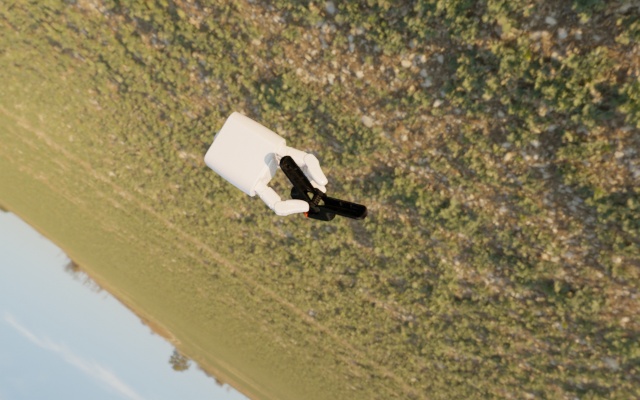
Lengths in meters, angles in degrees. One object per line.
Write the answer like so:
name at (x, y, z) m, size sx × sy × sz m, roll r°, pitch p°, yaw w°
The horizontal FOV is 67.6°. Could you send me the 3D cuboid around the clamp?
clamp at (-0.001, 0.003, 0.846) m, size 0.164 × 0.036 × 0.210 m, roll 33°, pitch -15°, yaw 6°
